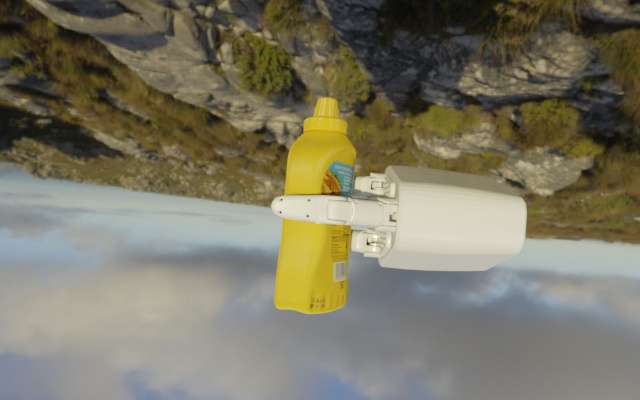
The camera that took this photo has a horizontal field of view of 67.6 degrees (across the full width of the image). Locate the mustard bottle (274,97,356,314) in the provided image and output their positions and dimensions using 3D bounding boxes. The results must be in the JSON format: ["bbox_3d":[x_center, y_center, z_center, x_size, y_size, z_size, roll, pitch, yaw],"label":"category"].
[{"bbox_3d":[0.000,0.002,0.440,0.058,0.191,0.096,4,-2,25],"label":"mustard bottle"}]
